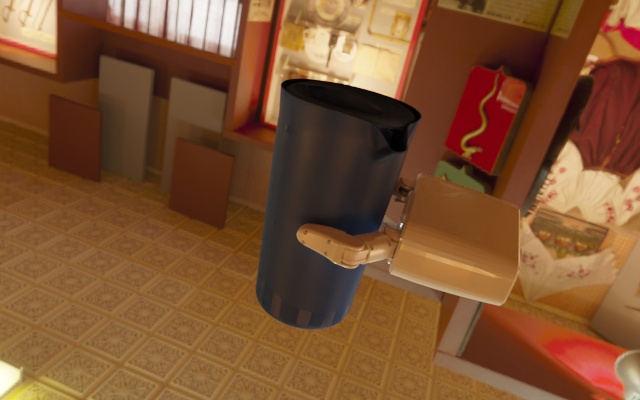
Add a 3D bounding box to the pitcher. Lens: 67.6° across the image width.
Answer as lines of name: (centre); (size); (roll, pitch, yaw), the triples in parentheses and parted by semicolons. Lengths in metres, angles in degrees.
pitcher: (0.000, 0.002, 0.496); (0.145, 0.243, 0.149); (18, 24, 8)
